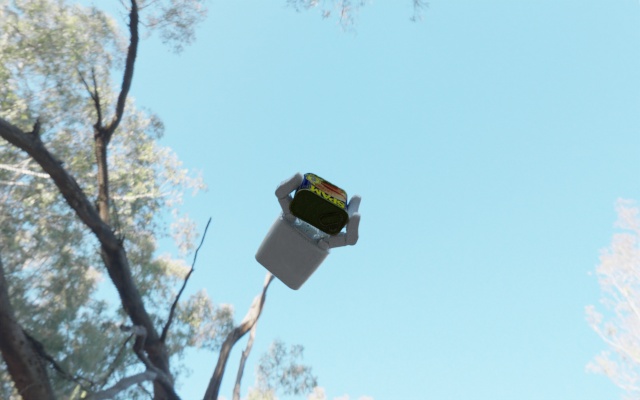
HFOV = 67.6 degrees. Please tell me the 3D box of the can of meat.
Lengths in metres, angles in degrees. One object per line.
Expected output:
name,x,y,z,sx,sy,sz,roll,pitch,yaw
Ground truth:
can of meat,0.000,0.003,0.845,0.102,0.057,0.084,29,25,-10
